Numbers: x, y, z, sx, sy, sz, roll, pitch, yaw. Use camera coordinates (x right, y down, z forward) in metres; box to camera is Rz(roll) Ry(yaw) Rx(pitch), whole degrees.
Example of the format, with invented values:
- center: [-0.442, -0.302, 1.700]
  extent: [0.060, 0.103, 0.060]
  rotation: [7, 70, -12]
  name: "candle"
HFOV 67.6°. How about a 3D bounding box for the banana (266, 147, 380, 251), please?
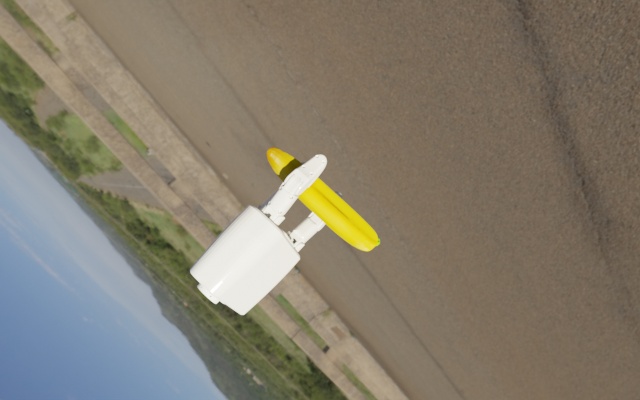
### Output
- center: [0.006, 0.006, 0.603]
  extent: [0.198, 0.037, 0.069]
  rotation: [43, -5, -12]
  name: "banana"
